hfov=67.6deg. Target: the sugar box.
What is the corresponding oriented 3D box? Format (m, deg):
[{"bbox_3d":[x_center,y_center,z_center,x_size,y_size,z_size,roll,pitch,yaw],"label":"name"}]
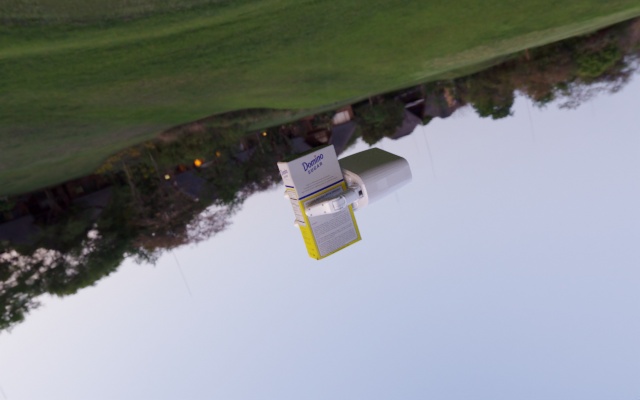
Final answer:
[{"bbox_3d":[0.000,0.003,0.805,0.093,0.176,0.048,-24,13,-25],"label":"sugar box"}]
